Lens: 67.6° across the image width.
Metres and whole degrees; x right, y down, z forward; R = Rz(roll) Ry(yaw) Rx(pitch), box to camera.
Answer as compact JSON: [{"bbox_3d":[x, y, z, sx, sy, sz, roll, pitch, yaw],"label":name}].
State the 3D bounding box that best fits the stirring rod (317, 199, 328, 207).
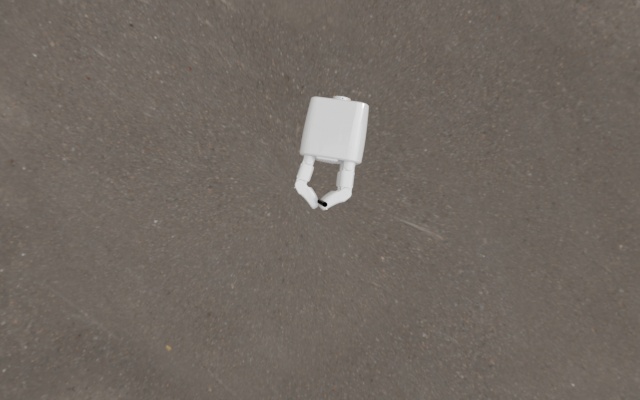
[{"bbox_3d":[0.000,0.003,0.825,0.011,0.011,0.239,0,2,-3],"label":"stirring rod"}]
